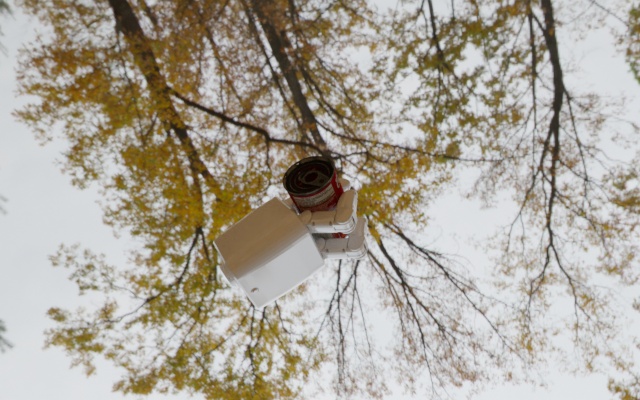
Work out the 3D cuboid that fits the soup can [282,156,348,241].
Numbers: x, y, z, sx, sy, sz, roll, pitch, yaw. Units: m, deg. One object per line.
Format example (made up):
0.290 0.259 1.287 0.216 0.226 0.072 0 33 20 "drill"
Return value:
0.001 0.002 0.623 0.068 0.068 0.102 0 -43 25 "soup can"
